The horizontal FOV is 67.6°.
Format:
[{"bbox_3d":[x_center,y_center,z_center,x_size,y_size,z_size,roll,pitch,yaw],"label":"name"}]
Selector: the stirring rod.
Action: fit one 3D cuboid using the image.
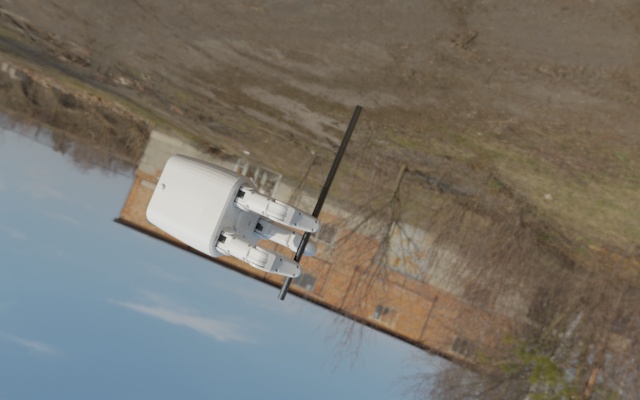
[{"bbox_3d":[0.000,0.002,0.552,0.011,0.239,0.011,22,-2,1],"label":"stirring rod"}]
